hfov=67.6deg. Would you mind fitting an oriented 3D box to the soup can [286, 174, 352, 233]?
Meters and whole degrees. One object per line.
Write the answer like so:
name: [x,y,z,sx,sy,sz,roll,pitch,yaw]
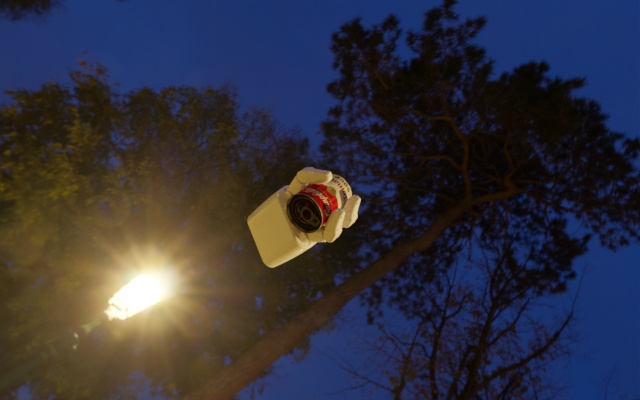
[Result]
soup can: [0.001,0.002,0.787,0.068,0.068,0.102,0,22,34]
